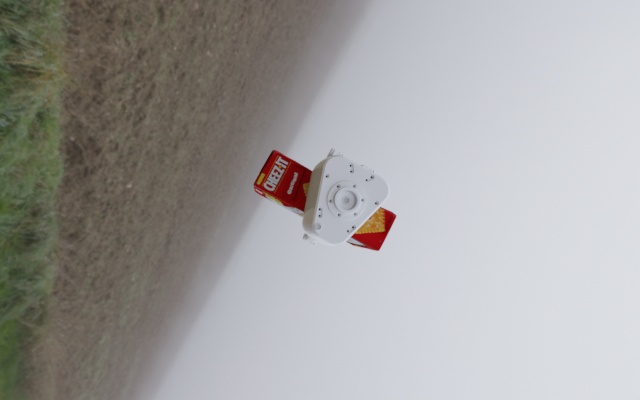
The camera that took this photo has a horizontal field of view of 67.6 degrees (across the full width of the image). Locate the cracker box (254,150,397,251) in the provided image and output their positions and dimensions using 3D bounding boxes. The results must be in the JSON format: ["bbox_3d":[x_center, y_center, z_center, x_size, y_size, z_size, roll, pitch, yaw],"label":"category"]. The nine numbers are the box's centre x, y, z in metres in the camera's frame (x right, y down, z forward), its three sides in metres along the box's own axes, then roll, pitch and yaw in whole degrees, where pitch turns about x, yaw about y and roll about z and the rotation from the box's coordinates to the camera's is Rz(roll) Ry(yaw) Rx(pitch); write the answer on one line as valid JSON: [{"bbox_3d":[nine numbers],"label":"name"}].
[{"bbox_3d":[0.000,0.003,0.786,0.214,0.072,0.164,29,-6,-5],"label":"cracker box"}]
